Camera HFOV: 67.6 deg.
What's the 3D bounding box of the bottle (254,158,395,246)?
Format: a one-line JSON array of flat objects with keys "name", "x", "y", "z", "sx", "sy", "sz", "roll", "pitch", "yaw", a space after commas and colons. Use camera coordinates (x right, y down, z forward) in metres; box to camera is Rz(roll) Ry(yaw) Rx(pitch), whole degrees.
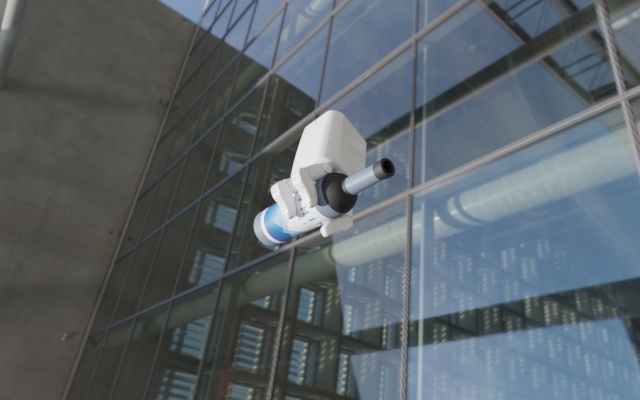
[{"name": "bottle", "x": 0.000, "y": 0.003, "z": 0.746, "sx": 0.069, "sy": 0.069, "sz": 0.296, "roll": 0, "pitch": -19, "yaw": -41}]
